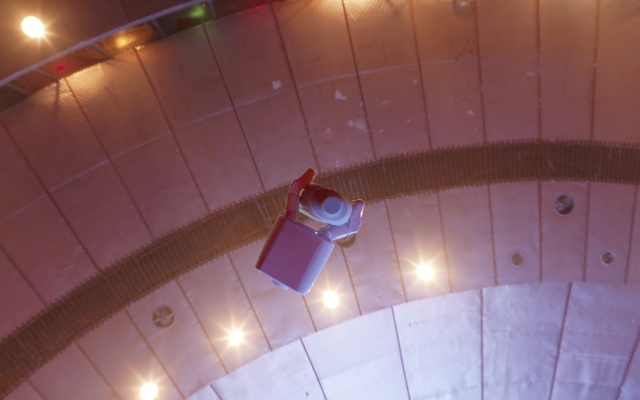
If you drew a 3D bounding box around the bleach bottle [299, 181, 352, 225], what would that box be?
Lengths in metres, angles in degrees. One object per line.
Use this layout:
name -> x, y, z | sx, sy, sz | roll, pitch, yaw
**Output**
bleach bottle -> 0.000, 0.003, 0.878 | 0.102, 0.068, 0.251 | 30, -2, -5
